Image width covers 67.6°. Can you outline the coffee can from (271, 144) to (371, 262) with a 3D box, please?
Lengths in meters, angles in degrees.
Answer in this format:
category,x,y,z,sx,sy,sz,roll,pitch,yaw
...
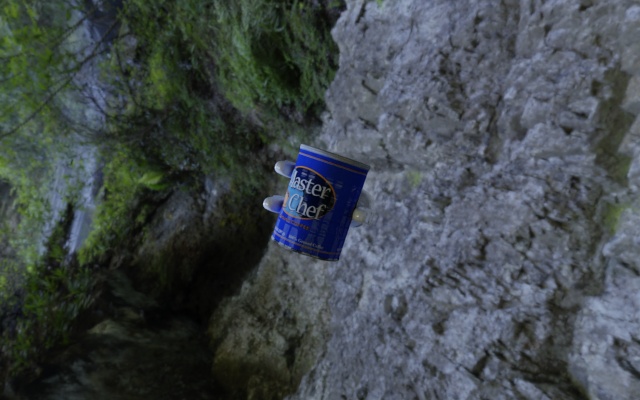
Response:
category,x,y,z,sx,sy,sz,roll,pitch,yaw
coffee can,0.000,0.002,0.674,0.103,0.140,0.103,18,5,-2
